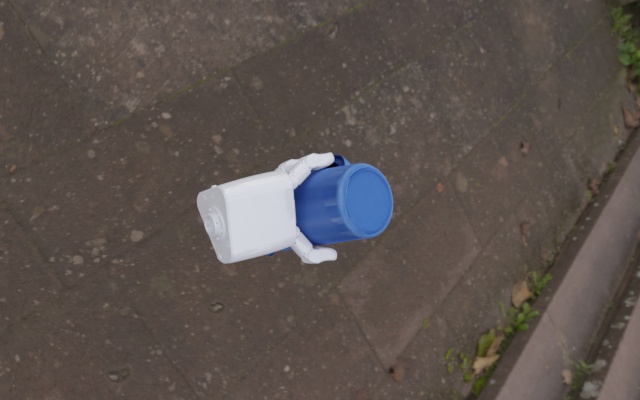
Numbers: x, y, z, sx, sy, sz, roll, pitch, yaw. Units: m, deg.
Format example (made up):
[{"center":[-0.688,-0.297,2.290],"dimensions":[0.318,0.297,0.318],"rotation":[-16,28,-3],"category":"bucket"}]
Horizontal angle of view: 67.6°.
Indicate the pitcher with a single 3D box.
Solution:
[{"center":[0.000,0.003,0.769],"dimensions":[0.145,0.149,0.243],"rotation":[-14,3,-38],"category":"pitcher"}]
